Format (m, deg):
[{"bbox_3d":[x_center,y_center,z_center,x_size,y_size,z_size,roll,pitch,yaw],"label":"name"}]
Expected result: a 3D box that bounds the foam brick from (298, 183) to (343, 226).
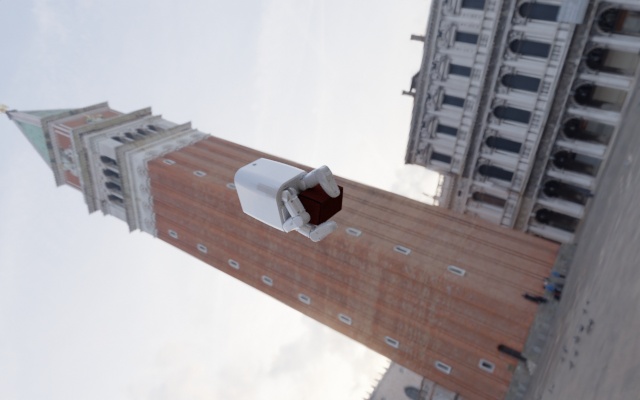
[{"bbox_3d":[0.000,0.003,0.885,0.051,0.053,0.078,22,34,27],"label":"foam brick"}]
